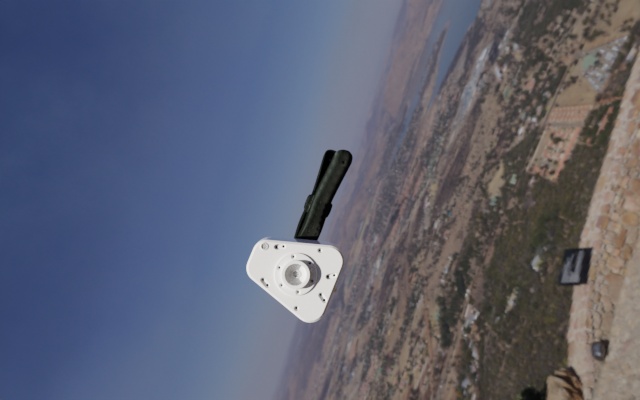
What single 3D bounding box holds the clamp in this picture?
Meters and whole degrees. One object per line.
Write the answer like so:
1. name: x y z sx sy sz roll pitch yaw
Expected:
1. clamp: -0.001 0.002 0.663 0.039 0.171 0.120 18 -5 -3
